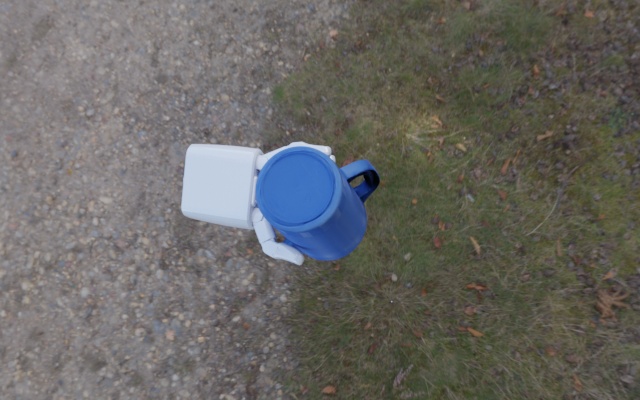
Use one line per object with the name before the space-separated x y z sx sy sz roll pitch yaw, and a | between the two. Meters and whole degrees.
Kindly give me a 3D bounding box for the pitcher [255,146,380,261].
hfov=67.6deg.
pitcher | 0.000 0.002 0.679 0.145 0.149 0.243 9 -10 11
